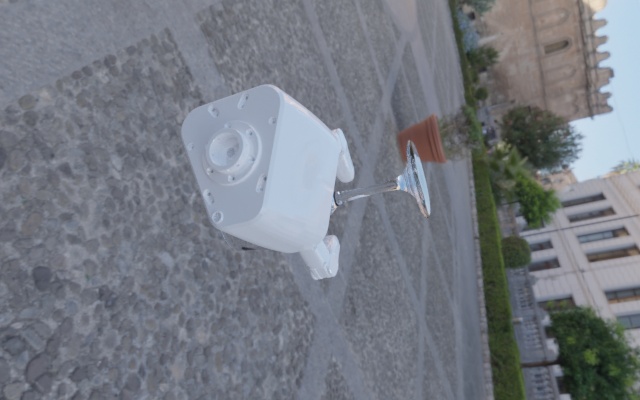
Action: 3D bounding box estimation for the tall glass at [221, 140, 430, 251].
[{"bbox_3d":[0.001,0.001,0.473,0.201,0.079,0.079,-14,-5,20],"label":"tall glass"}]
